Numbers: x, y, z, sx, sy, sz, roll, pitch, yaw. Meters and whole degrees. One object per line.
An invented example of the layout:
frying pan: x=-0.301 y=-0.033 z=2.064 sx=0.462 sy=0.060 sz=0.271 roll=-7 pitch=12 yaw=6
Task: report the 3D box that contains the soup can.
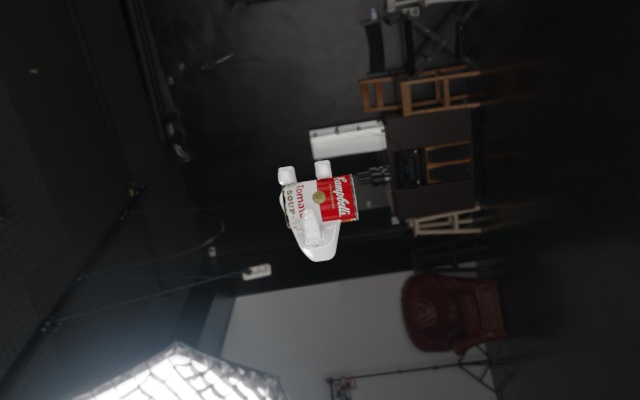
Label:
soup can: x=0.000 y=0.002 z=0.694 sx=0.102 sy=0.068 sz=0.068 roll=-8 pitch=0 yaw=2
